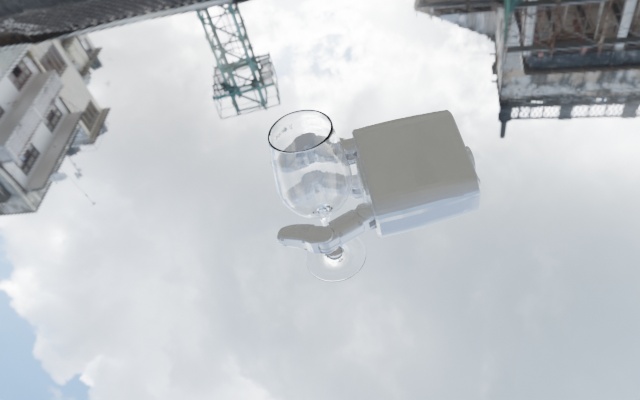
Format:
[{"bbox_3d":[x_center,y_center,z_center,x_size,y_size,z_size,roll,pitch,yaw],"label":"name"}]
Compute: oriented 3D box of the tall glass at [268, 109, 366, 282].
[{"bbox_3d":[0.000,0.002,0.508,0.079,0.079,0.201,0,-41,15],"label":"tall glass"}]
